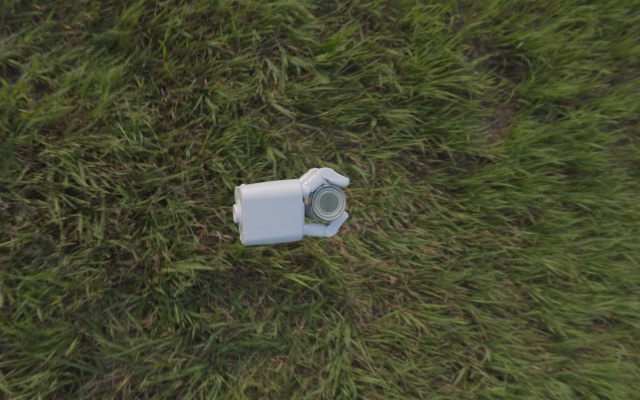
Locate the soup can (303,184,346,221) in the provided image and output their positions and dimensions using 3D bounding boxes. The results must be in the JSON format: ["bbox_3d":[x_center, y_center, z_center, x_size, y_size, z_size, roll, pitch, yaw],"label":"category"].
[{"bbox_3d":[0.001,0.003,0.895,0.068,0.068,0.102,0,1,-18],"label":"soup can"}]
